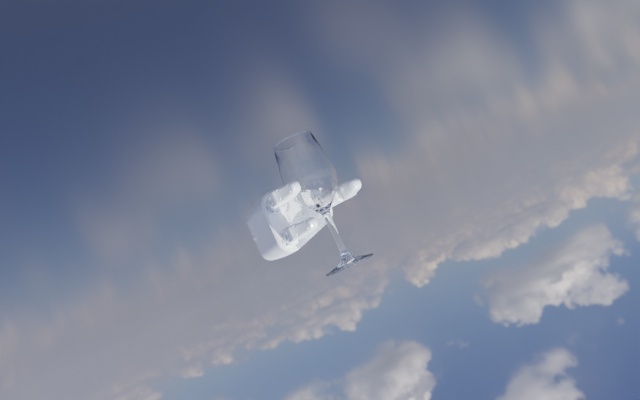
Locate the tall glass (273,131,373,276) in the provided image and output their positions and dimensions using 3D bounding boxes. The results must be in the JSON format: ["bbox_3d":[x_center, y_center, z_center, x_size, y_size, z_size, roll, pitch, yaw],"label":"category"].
[{"bbox_3d":[0.001,0.003,0.689,0.079,0.201,0.079,-24,-5,-3],"label":"tall glass"}]
